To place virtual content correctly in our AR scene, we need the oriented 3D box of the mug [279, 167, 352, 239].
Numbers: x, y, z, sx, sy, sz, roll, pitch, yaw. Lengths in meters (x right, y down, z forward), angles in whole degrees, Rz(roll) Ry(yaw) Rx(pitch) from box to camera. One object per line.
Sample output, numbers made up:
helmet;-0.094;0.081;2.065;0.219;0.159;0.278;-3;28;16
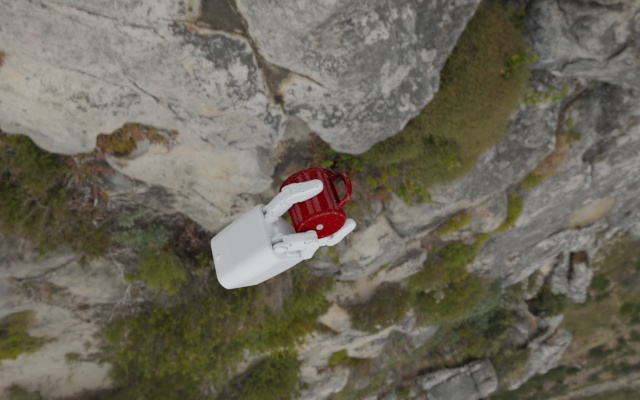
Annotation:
mug;0.001;0.002;0.738;0.117;0.081;0.093;-32;-33;21
